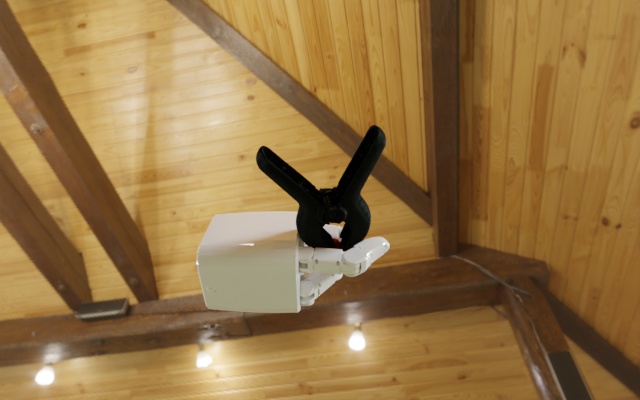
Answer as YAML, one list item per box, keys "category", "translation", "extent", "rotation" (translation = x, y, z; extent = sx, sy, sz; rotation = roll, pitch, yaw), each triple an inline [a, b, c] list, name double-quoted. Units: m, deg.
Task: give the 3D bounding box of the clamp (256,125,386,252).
- category: "clamp"
  translation: [0.000, 0.001, 0.485]
  extent: [0.120, 0.172, 0.039]
  rotation: [0, 39, 0]
